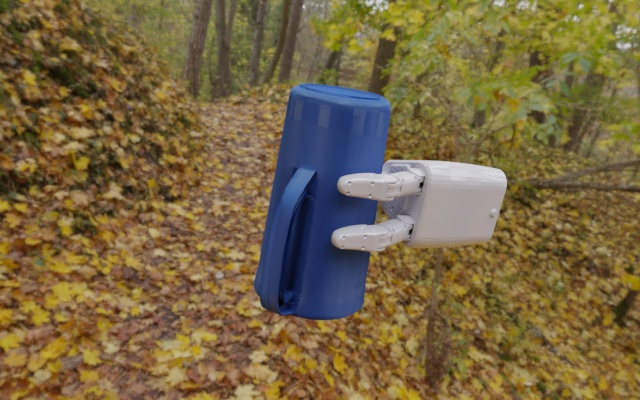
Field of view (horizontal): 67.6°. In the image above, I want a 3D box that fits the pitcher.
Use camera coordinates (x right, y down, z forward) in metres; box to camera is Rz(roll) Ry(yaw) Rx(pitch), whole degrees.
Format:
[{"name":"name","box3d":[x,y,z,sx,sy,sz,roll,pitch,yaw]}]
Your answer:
[{"name":"pitcher","box3d":[0.000,0.002,0.526,0.145,0.243,0.149,2,19,-20]}]
